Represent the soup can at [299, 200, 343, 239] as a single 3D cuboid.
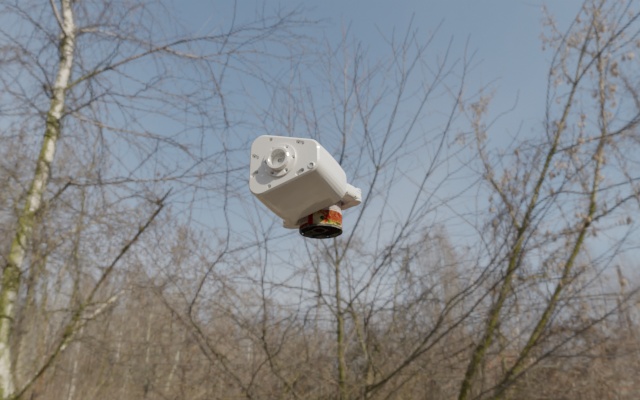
[{"bbox_3d":[0.000,0.002,0.755,0.068,0.102,0.068,-1,-22,0],"label":"soup can"}]
